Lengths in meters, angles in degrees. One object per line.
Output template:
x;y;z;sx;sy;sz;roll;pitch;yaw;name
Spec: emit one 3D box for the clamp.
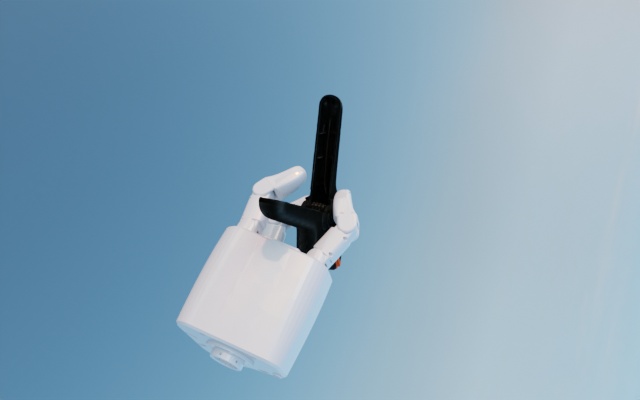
0.001;0.002;0.527;0.036;0.164;0.210;12;-32;21;clamp
